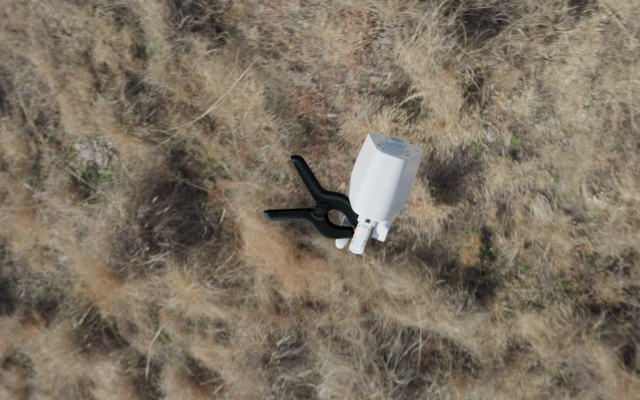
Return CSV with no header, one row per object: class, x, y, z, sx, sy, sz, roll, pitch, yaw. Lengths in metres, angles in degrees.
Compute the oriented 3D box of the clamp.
clamp,0.000,0.003,0.779,0.171,0.120,0.039,20,23,5
